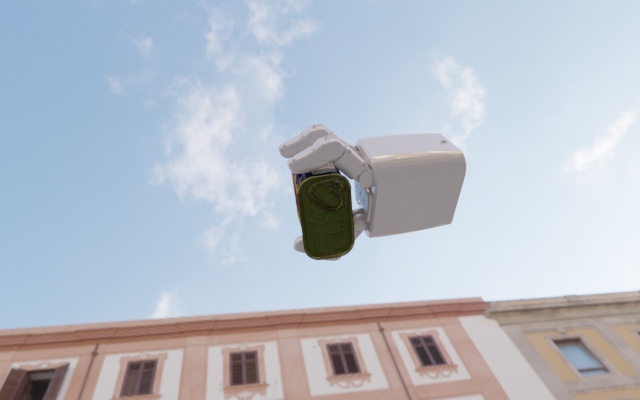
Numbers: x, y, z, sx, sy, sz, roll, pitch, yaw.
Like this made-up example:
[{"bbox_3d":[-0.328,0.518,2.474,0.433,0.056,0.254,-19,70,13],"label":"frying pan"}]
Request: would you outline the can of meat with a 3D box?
[{"bbox_3d":[0.000,0.002,0.544,0.057,0.102,0.084,-9,28,-6],"label":"can of meat"}]
